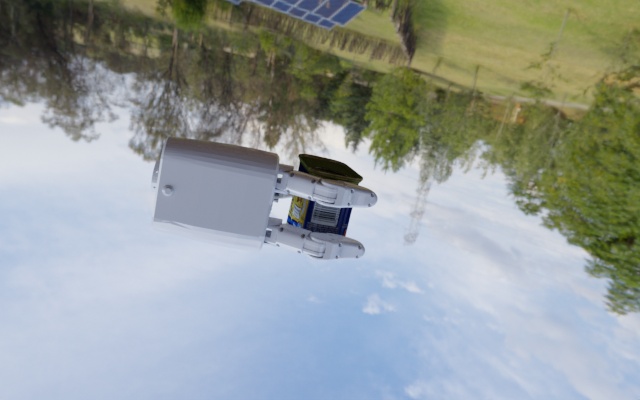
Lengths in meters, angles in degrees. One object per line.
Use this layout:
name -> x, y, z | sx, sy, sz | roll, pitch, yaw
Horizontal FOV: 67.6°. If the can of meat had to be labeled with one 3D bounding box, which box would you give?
can of meat -> 0.000, 0.002, 0.516 | 0.057, 0.084, 0.102 | 10, 13, -15
